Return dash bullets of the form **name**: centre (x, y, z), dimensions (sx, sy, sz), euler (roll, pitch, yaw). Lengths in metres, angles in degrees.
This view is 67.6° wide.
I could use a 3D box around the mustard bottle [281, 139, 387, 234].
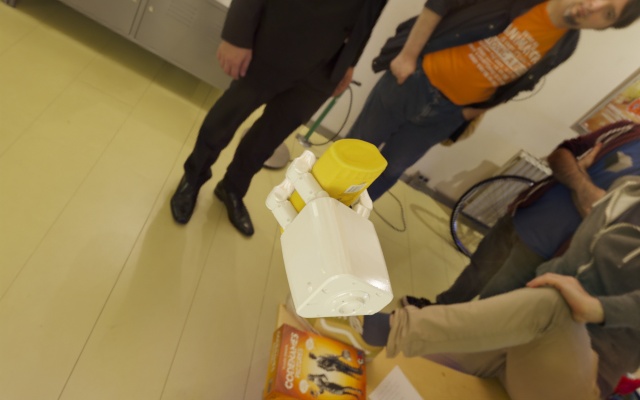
- **mustard bottle**: centre (0.000, 0.002, 0.640), dimensions (0.096, 0.058, 0.192), euler (-10, -31, -47)
